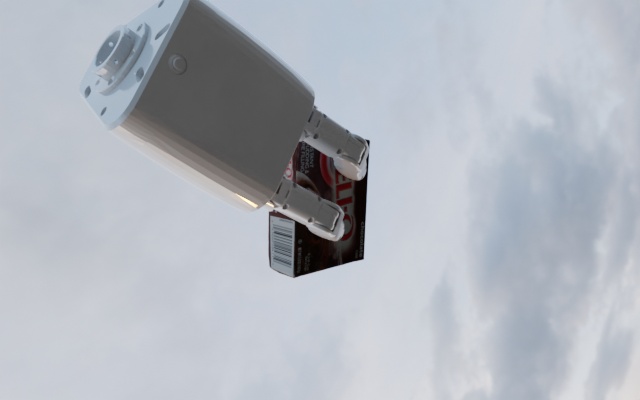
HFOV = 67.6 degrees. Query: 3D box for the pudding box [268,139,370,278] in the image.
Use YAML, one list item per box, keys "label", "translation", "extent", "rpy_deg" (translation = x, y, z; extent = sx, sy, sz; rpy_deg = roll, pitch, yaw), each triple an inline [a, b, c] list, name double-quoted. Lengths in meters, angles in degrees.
- label: "pudding box"
  translation: [0.000, 0.001, 0.409]
  extent: [0.039, 0.113, 0.090]
  rpy_deg: [13, 13, 43]
